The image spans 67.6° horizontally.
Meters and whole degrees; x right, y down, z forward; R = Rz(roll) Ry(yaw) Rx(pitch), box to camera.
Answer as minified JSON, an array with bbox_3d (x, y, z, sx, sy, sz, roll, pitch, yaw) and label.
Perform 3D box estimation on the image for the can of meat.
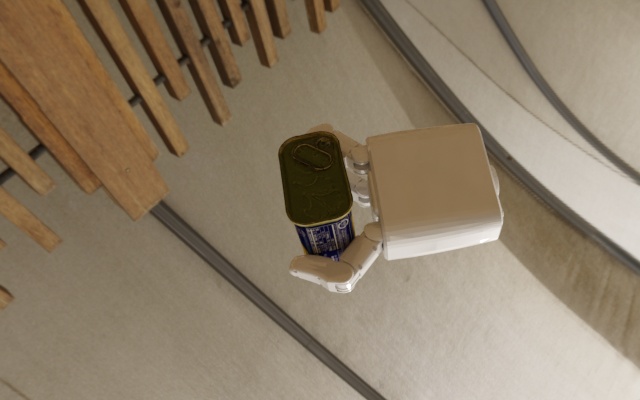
[{"bbox_3d":[0.000,0.002,0.447,0.057,0.102,0.084,-12,-37,1],"label":"can of meat"}]
